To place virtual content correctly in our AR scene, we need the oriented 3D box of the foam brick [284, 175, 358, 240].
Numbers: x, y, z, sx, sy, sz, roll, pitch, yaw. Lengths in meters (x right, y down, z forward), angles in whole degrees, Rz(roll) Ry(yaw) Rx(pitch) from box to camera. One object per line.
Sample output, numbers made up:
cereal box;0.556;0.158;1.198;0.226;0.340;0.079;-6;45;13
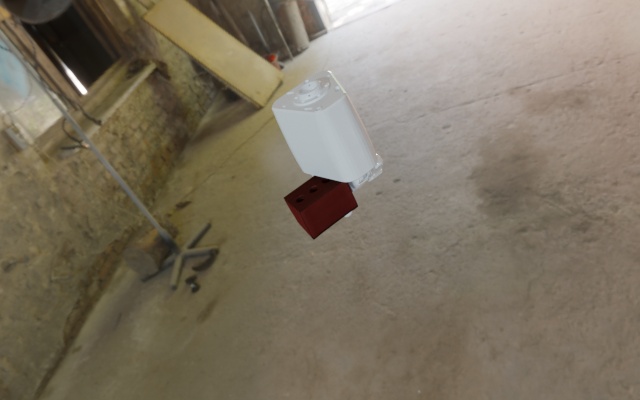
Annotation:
foam brick;0.000;0.002;0.643;0.078;0.051;0.053;-37;37;-11
